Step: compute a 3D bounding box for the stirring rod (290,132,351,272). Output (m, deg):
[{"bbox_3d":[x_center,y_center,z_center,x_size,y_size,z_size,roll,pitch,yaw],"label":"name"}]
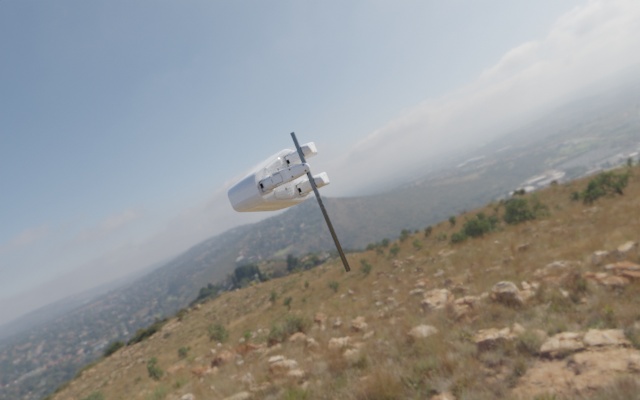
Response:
[{"bbox_3d":[0.000,0.003,0.767,0.011,0.239,0.011,-22,1,0],"label":"stirring rod"}]
